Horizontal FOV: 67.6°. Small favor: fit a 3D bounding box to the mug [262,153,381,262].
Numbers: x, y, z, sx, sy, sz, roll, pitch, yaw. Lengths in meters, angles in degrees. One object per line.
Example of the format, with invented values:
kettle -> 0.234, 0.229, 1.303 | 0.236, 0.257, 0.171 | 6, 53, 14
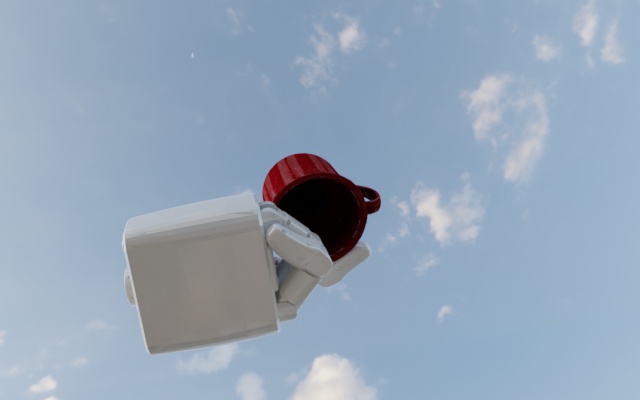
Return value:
mug -> 0.001, 0.001, 0.463 | 0.117, 0.093, 0.081 | -9, 25, -11
